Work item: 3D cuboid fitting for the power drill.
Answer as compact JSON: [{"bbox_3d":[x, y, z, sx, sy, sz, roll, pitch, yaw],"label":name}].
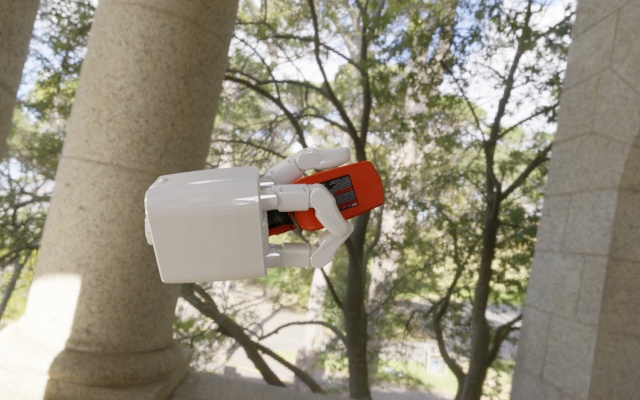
[{"bbox_3d":[0.000,0.002,0.584,0.184,0.057,0.188,-20,-1,-23],"label":"power drill"}]
